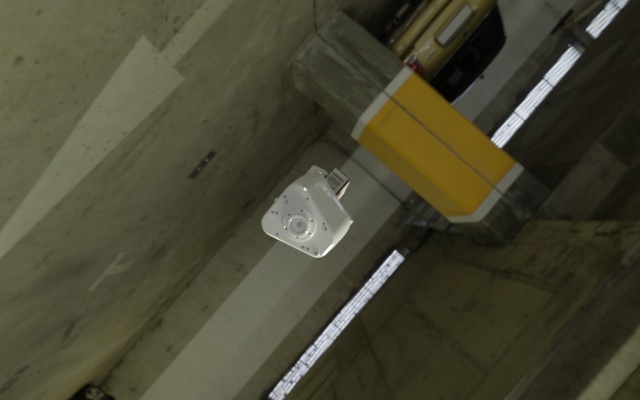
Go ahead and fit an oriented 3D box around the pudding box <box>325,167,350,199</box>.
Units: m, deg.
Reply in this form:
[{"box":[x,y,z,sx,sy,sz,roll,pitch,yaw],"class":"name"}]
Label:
[{"box":[0.000,0.003,0.853,0.039,0.113,0.090,42,-12,5],"class":"pudding box"}]
